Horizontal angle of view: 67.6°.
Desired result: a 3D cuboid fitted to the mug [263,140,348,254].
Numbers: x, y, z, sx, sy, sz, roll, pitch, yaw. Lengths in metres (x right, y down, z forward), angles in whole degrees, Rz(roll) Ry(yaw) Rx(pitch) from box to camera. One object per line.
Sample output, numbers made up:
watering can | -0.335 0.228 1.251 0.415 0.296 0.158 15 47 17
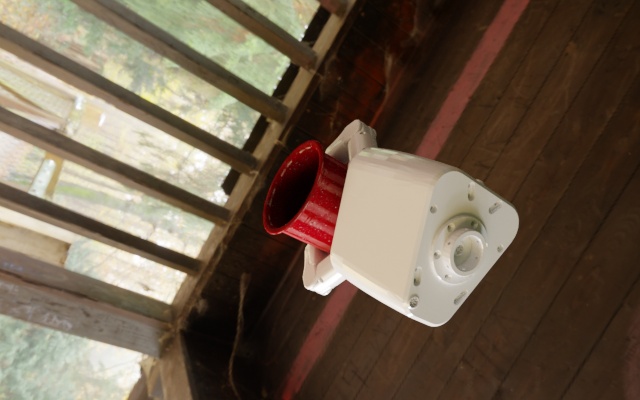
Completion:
mug | 0.000 0.001 0.458 0.081 0.093 0.117 27 -4 -27
